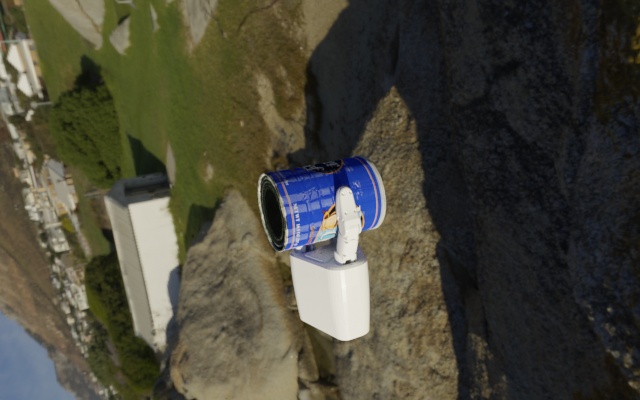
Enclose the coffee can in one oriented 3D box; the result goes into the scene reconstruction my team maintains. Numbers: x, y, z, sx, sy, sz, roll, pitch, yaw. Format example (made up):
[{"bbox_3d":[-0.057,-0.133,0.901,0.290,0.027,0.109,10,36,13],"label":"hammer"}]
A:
[{"bbox_3d":[0.000,0.002,0.629,0.140,0.103,0.103,-12,5,-22],"label":"coffee can"}]
